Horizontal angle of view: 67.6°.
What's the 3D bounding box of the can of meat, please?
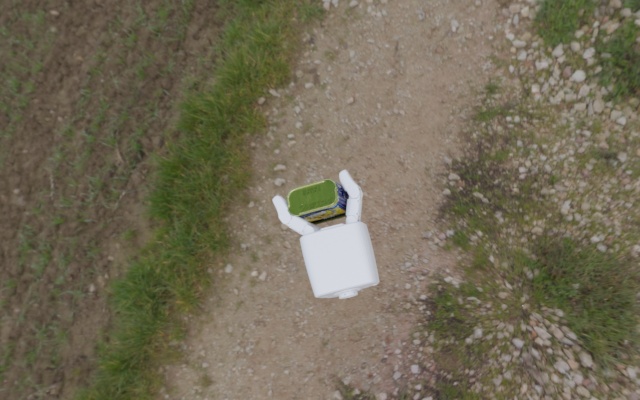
[{"bbox_3d":[0.000,0.003,0.857,0.102,0.057,0.084,-16,-16,19],"label":"can of meat"}]
